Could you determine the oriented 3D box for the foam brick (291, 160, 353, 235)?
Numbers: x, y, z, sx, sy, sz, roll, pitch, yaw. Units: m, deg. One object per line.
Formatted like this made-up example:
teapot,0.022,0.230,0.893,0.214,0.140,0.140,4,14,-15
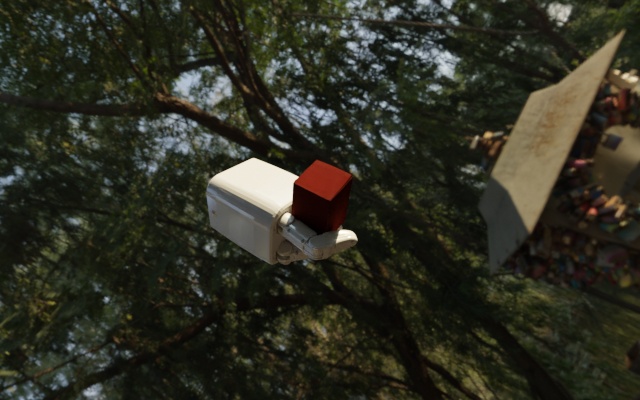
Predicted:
foam brick,0.000,0.002,0.568,0.051,0.078,0.053,28,49,19
